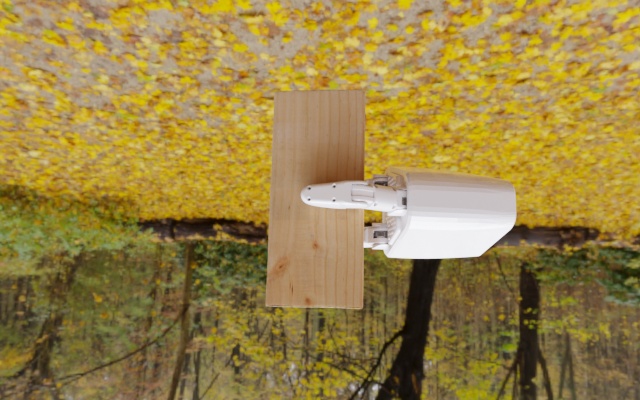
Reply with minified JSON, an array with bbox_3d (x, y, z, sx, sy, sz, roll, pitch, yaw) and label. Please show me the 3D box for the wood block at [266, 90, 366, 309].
[{"bbox_3d":[0.000,0.002,0.486,0.090,0.206,0.091,0,-9,5],"label":"wood block"}]
